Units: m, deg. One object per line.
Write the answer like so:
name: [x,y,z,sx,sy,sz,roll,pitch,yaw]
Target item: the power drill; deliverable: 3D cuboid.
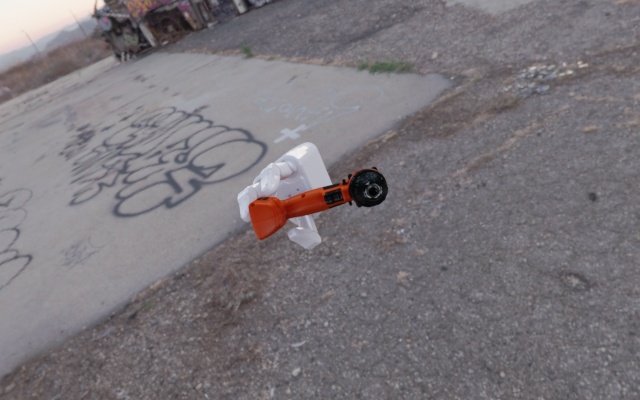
power drill: [0.000,0.002,0.659,0.187,0.057,0.184,-15,2,3]
